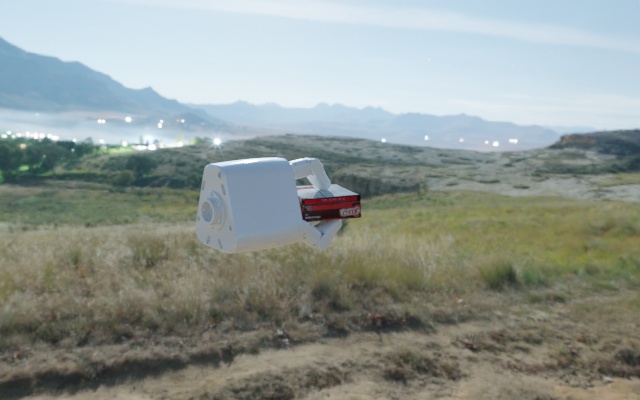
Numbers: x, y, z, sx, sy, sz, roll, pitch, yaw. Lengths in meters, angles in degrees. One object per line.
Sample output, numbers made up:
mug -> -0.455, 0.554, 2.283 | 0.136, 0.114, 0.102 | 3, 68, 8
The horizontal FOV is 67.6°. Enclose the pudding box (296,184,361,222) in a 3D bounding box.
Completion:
pudding box -> 0.000, 0.002, 0.711 | 0.090, 0.039, 0.113 | -3, 12, -16
